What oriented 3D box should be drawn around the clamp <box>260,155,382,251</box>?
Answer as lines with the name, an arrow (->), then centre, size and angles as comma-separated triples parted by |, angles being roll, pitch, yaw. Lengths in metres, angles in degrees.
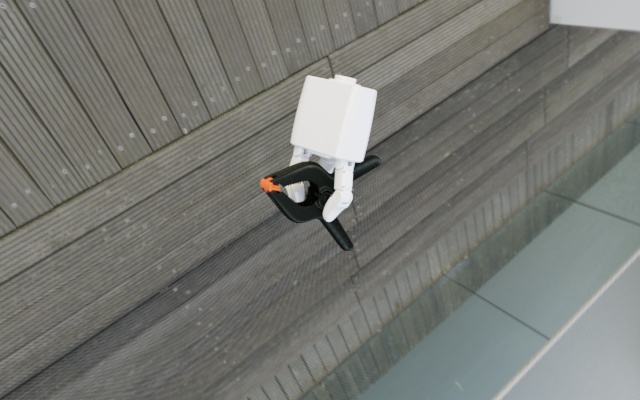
clamp -> 0.000, 0.002, 0.736 | 0.210, 0.164, 0.036 | 2, 14, -38
